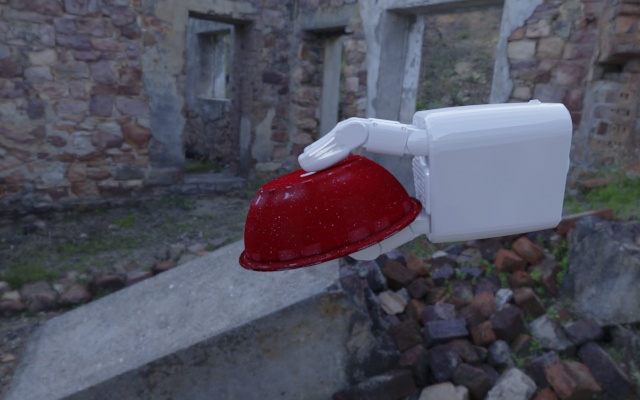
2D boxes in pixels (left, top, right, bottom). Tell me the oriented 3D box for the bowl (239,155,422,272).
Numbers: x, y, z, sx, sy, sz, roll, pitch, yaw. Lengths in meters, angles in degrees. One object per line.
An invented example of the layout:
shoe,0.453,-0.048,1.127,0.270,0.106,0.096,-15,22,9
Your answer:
bowl,-0.001,0.001,0.402,0.162,0.055,0.162,-18,11,3
